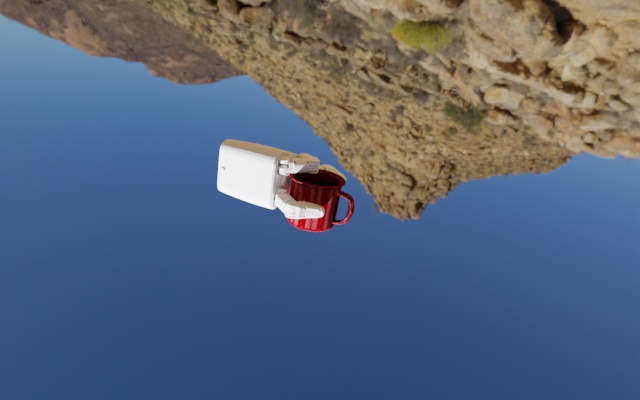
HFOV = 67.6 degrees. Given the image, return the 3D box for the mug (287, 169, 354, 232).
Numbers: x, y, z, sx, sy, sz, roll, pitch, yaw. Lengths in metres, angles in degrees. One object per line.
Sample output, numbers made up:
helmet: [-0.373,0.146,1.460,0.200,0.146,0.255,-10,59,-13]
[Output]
mug: [0.001,0.003,0.783,0.117,0.081,0.093,17,22,19]
